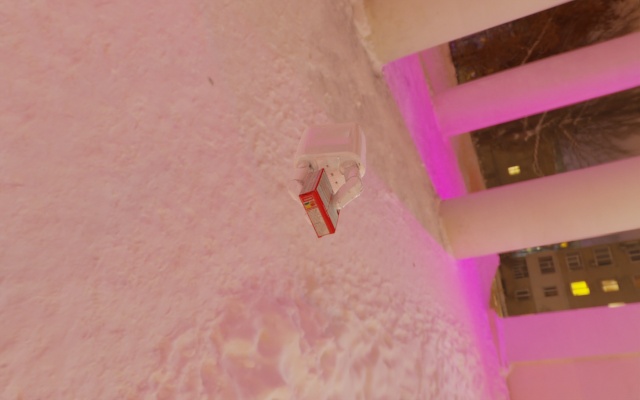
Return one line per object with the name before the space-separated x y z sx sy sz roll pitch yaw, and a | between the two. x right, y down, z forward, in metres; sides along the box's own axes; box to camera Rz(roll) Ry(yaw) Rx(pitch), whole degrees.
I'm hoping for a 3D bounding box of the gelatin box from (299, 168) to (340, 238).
gelatin box | 0.000 0.002 0.714 0.030 0.073 0.089 -18 22 16
